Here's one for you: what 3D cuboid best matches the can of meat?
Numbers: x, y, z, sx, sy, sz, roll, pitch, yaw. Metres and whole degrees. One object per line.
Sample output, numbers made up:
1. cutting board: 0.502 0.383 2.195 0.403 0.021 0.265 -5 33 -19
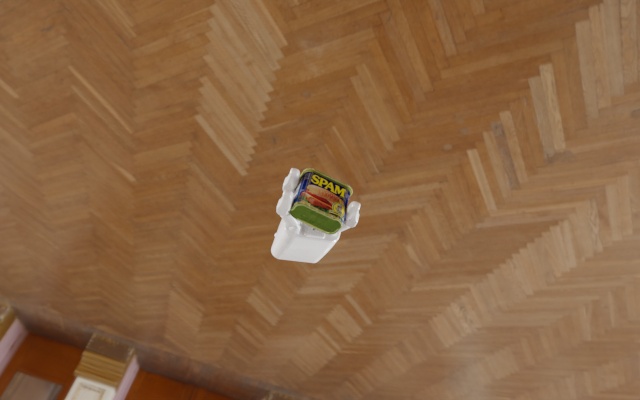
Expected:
1. can of meat: 0.000 0.003 0.870 0.102 0.084 0.057 26 -38 -11
